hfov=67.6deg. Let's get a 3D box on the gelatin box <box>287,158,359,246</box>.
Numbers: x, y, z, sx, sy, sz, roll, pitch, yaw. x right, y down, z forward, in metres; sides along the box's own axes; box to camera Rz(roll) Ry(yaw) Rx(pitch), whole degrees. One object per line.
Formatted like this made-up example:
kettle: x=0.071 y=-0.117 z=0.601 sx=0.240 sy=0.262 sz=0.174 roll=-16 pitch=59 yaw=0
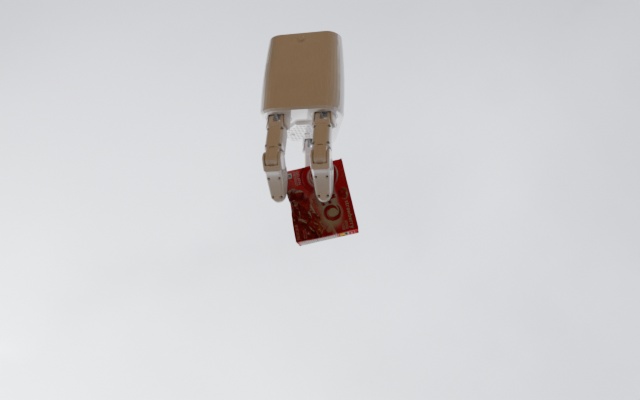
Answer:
gelatin box: x=0.000 y=0.002 z=0.558 sx=0.073 sy=0.089 sz=0.030 roll=-13 pitch=-15 yaw=3
